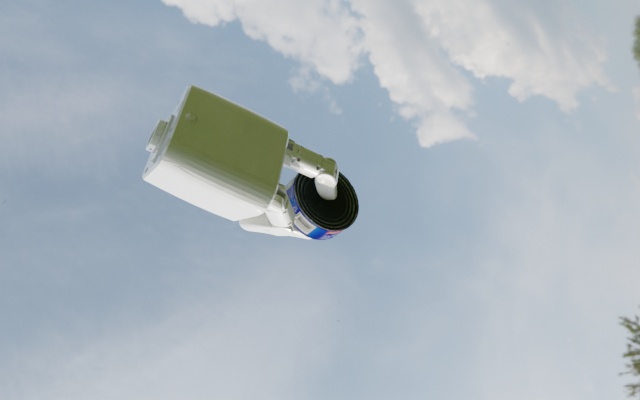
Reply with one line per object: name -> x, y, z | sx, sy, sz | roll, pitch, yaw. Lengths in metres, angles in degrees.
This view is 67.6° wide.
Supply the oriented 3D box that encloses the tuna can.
tuna can -> 0.000, 0.002, 0.555 | 0.086, 0.086, 0.034 | 0, -26, -35
